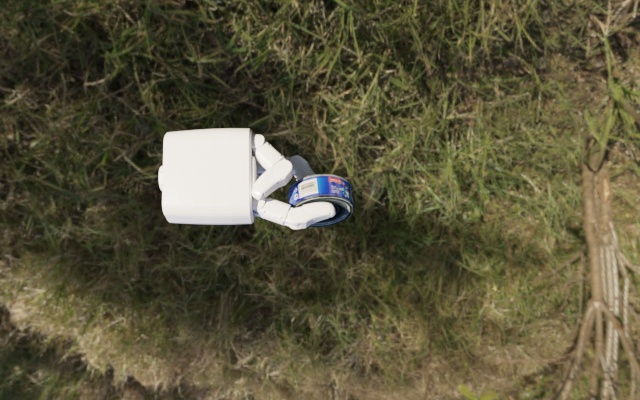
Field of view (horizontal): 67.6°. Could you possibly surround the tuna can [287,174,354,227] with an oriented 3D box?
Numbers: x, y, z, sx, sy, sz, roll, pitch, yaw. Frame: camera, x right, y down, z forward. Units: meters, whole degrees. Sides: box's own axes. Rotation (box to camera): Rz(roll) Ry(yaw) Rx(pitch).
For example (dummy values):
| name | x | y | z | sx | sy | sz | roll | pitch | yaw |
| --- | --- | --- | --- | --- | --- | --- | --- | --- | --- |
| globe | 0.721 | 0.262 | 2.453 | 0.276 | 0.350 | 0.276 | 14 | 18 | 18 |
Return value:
| name | x | y | z | sx | sy | sz | roll | pitch | yaw |
| --- | --- | --- | --- | --- | --- | --- | --- | --- | --- |
| tuna can | 0.000 | 0.003 | 0.624 | 0.086 | 0.033 | 0.086 | -5 | -29 | -3 |
